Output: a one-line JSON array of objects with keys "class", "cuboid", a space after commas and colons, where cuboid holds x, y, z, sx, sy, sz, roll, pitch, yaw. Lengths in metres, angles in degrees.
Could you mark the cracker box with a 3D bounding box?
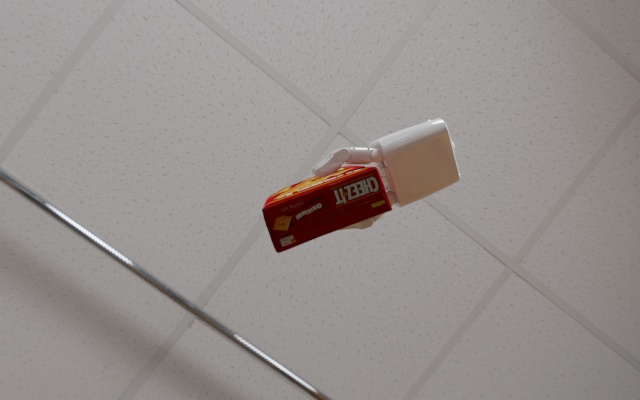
[{"class": "cracker box", "cuboid": [0.000, 0.003, 0.721, 0.164, 0.072, 0.213, -21, 5, -3]}]
